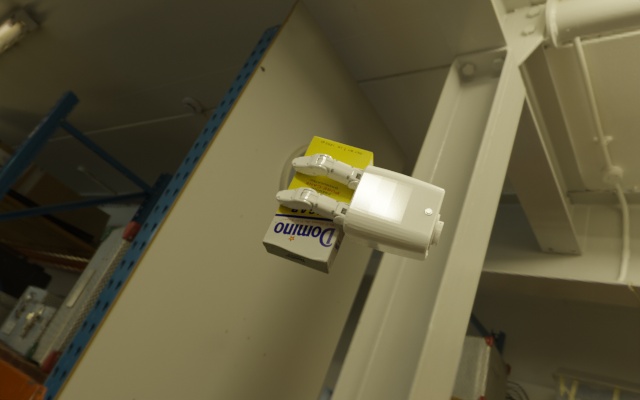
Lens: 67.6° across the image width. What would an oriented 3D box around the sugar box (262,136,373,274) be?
[{"bbox_3d":[0.000,0.002,0.653,0.093,0.176,0.048,17,-27,15],"label":"sugar box"}]
